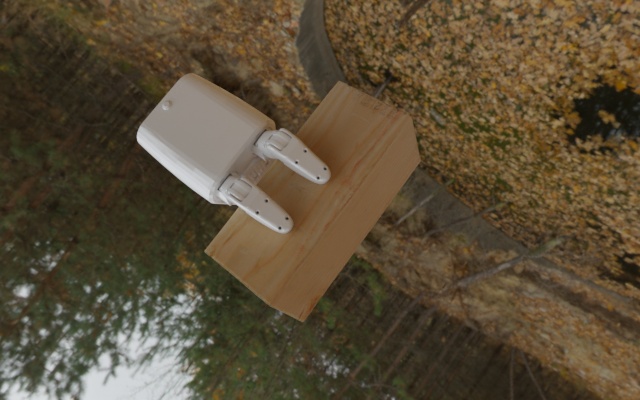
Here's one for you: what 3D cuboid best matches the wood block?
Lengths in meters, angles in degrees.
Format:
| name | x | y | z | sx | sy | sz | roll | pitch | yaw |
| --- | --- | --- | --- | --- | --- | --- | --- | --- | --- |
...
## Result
| name | x | y | z | sx | sy | sz | roll | pitch | yaw |
| --- | --- | --- | --- | --- | --- | --- | --- | --- | --- |
| wood block | 0.000 | 0.002 | 0.466 | 0.090 | 0.206 | 0.091 | 33 | -9 | 26 |
